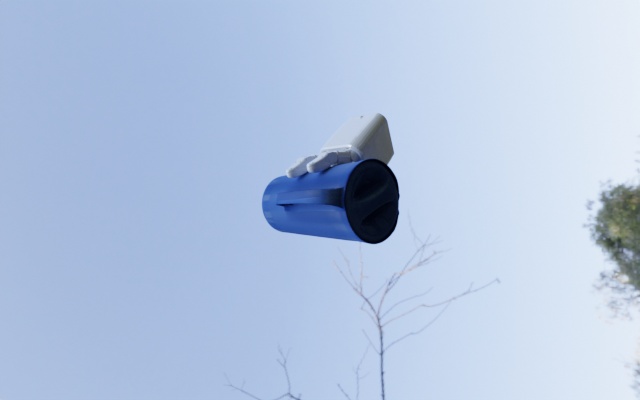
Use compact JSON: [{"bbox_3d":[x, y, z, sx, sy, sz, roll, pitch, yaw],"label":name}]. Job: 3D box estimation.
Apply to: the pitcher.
[{"bbox_3d":[0.000,0.003,0.818,0.243,0.149,0.145,-2,41,47],"label":"pitcher"}]
